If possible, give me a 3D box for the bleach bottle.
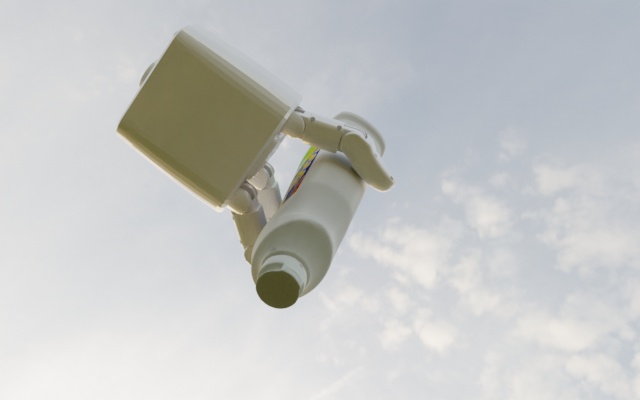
[{"bbox_3d":[0.000,0.001,0.404,0.068,0.102,0.250,37,24,-6],"label":"bleach bottle"}]
